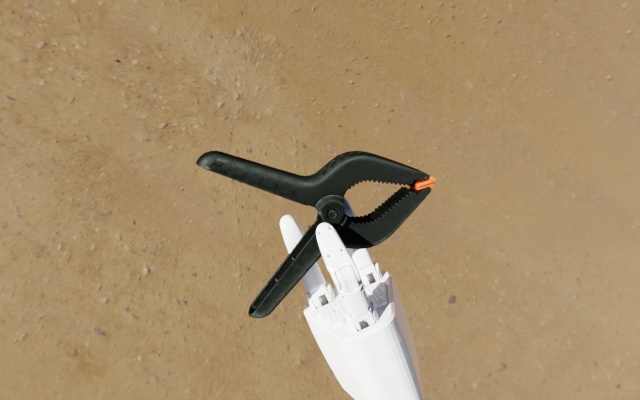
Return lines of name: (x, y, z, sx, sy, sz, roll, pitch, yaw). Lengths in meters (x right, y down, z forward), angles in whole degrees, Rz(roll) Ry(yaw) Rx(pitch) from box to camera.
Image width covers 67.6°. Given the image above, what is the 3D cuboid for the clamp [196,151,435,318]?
clamp: (0.001, 0.002, 0.440, 0.210, 0.165, 0.036, -23, 18, -3)
